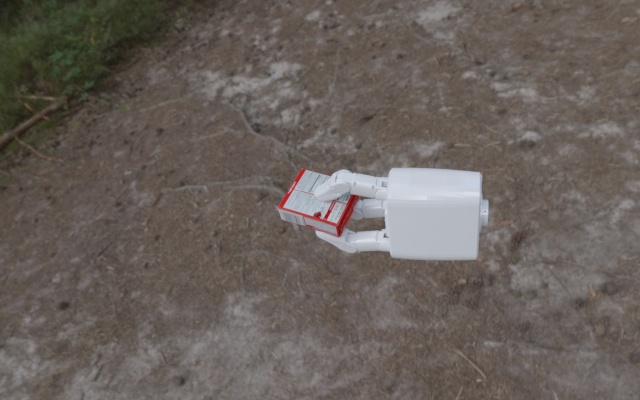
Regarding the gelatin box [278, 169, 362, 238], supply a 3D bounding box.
[{"bbox_3d":[0.000,0.002,0.626,0.089,0.073,0.030,16,-34,20],"label":"gelatin box"}]
